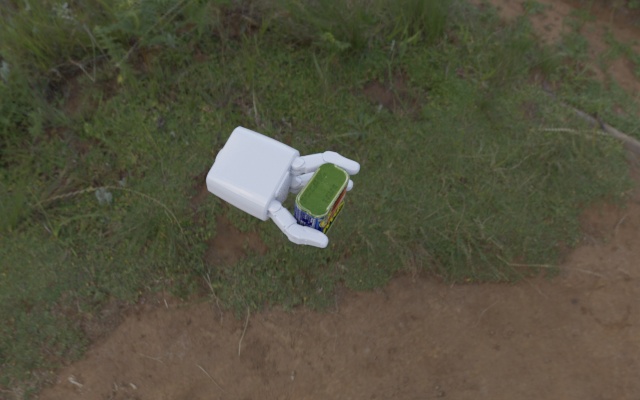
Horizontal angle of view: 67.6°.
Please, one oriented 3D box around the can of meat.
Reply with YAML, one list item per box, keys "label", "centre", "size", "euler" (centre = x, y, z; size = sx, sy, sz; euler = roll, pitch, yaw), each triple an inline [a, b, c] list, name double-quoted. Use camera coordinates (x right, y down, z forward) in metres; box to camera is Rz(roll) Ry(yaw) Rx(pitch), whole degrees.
- label: "can of meat"
  centre: [0.000, 0.002, 0.732]
  size: [0.057, 0.102, 0.084]
  euler: [28, -29, 10]
